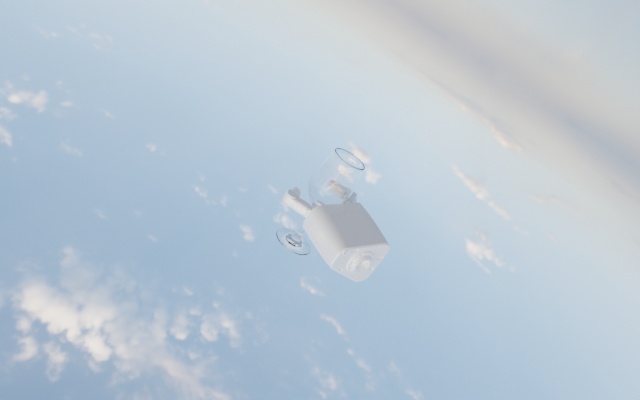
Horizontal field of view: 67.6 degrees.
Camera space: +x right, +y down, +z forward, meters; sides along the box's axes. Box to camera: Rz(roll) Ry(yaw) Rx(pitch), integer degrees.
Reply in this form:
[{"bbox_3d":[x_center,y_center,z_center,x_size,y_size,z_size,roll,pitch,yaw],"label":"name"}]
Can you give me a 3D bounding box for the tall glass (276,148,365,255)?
[{"bbox_3d":[0.000,0.003,0.866,0.079,0.201,0.079,28,24,-14],"label":"tall glass"}]
